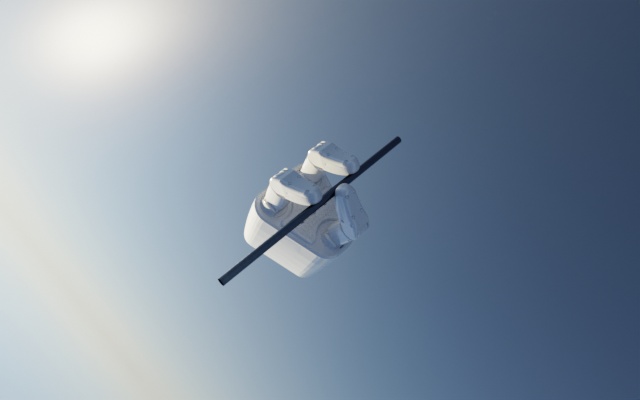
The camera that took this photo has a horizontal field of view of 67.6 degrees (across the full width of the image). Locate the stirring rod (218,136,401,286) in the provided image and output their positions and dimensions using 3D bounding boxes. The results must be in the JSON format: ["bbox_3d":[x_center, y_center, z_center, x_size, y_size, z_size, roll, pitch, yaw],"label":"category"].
[{"bbox_3d":[0.000,0.001,0.453,0.239,0.011,0.011,-39,20,-28],"label":"stirring rod"}]
